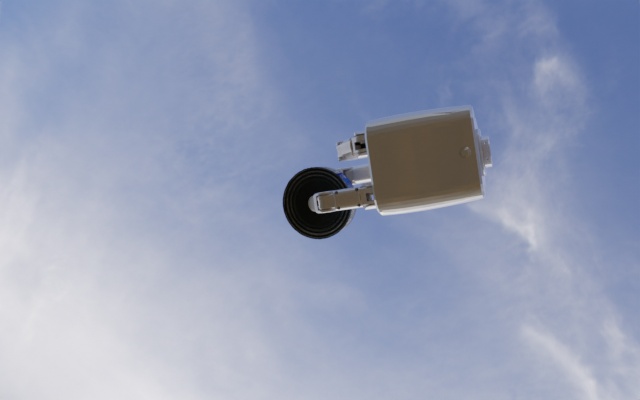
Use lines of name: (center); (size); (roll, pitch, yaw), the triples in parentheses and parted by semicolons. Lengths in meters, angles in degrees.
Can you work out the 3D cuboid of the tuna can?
tuna can: (0.000, 0.002, 0.576); (0.086, 0.086, 0.034); (0, 6, 18)
